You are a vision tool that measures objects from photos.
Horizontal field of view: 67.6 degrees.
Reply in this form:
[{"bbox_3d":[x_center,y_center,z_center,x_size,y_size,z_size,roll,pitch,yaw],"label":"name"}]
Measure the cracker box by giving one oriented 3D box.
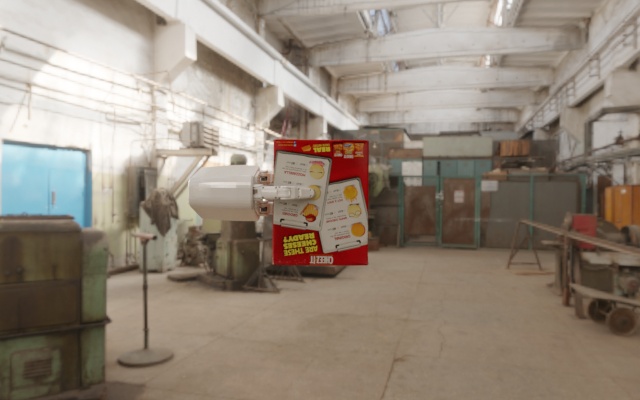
[{"bbox_3d":[0.000,0.003,0.833,0.164,0.213,0.072,0,1,1],"label":"cracker box"}]
